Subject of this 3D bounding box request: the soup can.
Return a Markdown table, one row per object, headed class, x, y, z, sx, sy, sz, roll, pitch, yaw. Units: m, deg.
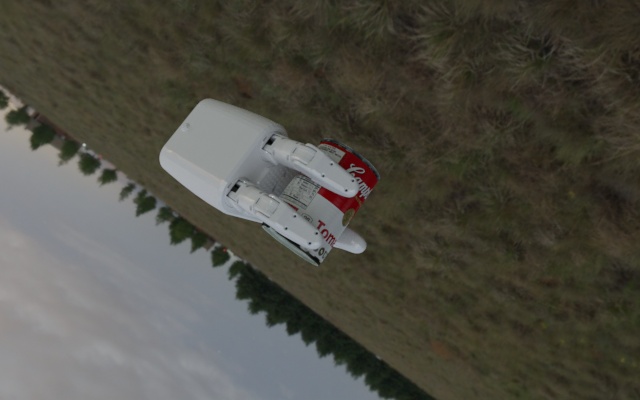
| class | x | y | z | sx | sy | sz | roll | pitch | yaw |
| --- | --- | --- | --- | --- | --- | --- | --- | --- | --- |
| soup can | 0.000 | 0.002 | 0.451 | 0.068 | 0.102 | 0.068 | 34 | -11 | 8 |
